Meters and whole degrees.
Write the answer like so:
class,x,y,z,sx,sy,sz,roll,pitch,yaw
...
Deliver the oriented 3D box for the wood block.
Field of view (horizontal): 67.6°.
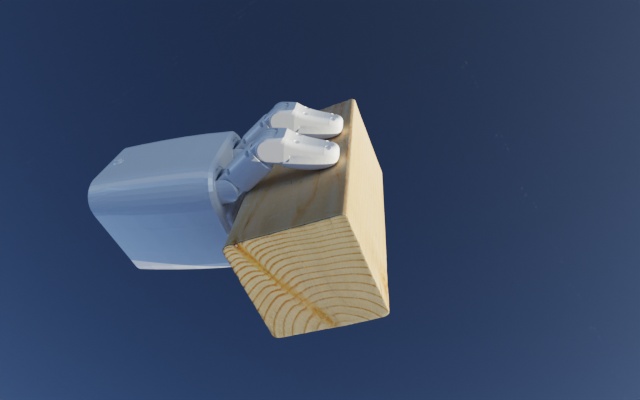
class,x,y,z,sx,sy,sz,roll,pitch,yaw
wood block,0.000,0.002,0.405,0.090,0.091,0.206,-16,29,15
